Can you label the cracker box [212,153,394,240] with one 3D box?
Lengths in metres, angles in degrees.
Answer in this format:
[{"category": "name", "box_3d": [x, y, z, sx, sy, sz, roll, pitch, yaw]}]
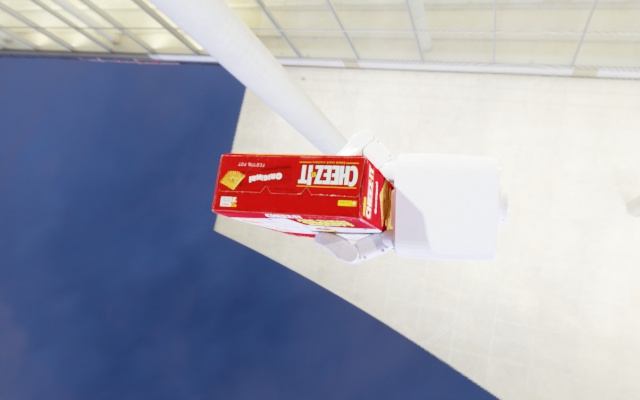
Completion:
[{"category": "cracker box", "box_3d": [0.000, 0.002, 0.571, 0.164, 0.072, 0.214, 2, -10, 20]}]
